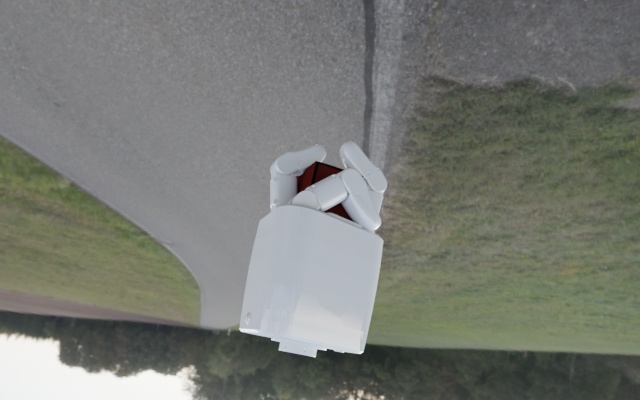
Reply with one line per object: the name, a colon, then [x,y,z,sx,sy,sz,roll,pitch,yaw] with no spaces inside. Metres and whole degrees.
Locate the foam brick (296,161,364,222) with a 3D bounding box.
foam brick: [0.000,0.002,0.475,0.053,0.051,0.078,17,-19,-17]
